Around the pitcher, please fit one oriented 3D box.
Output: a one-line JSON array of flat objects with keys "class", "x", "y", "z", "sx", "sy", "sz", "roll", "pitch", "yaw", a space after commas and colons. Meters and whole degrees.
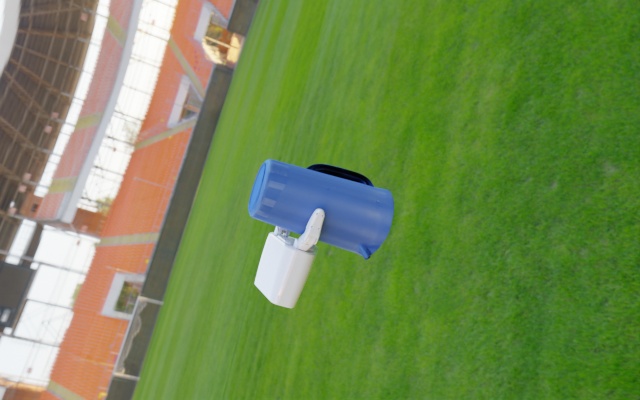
[{"class": "pitcher", "x": 0.000, "y": 0.003, "z": 0.871, "sx": 0.243, "sy": 0.145, "sz": 0.149, "roll": 18, "pitch": 5, "yaw": -16}]
